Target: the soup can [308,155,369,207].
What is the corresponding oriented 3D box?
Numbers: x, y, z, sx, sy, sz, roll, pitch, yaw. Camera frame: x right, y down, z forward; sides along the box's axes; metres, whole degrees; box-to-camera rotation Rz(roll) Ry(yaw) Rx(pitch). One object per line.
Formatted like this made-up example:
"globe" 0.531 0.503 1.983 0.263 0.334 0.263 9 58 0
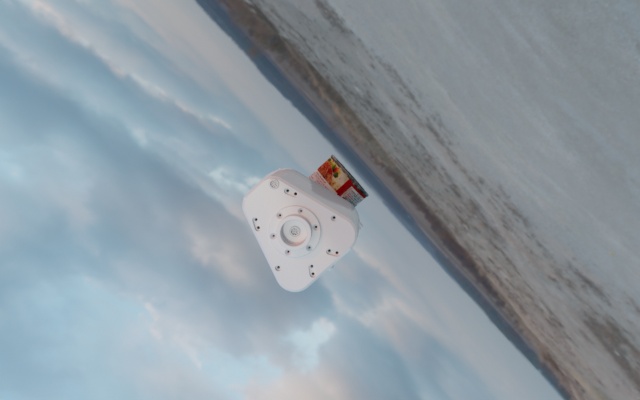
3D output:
"soup can" 0.000 0.002 0.596 0.102 0.068 0.068 -42 -6 6
